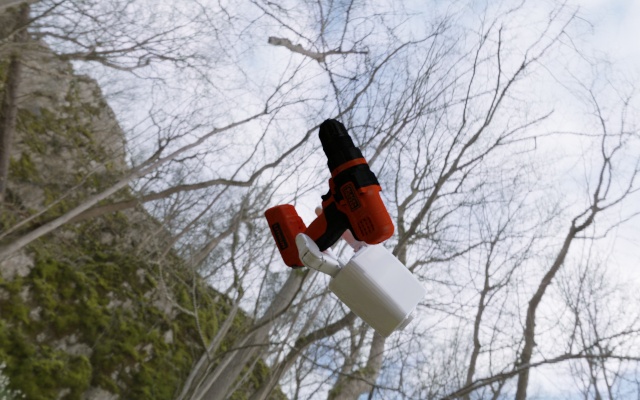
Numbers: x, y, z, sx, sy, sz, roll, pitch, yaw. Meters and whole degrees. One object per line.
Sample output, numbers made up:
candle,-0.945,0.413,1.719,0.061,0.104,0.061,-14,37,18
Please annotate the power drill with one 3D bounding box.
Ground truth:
power drill,0.000,0.003,0.680,0.057,0.184,0.188,-6,-22,-47
